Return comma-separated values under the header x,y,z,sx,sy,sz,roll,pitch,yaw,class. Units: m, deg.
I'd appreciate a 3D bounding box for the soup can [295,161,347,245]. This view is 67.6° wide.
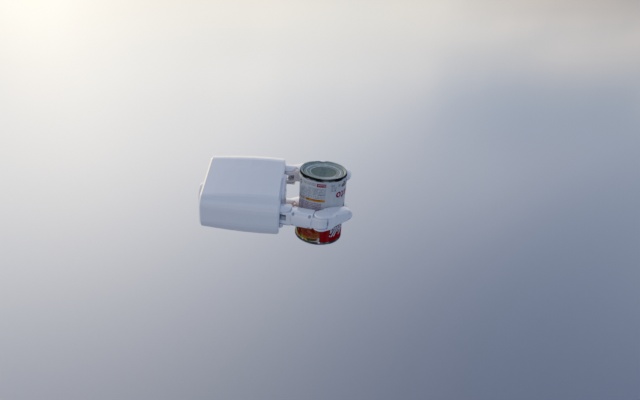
x,y,z,sx,sy,sz,roll,pitch,yaw,class
0.001,0.002,0.676,0.068,0.102,0.068,4,27,-2,soup can
